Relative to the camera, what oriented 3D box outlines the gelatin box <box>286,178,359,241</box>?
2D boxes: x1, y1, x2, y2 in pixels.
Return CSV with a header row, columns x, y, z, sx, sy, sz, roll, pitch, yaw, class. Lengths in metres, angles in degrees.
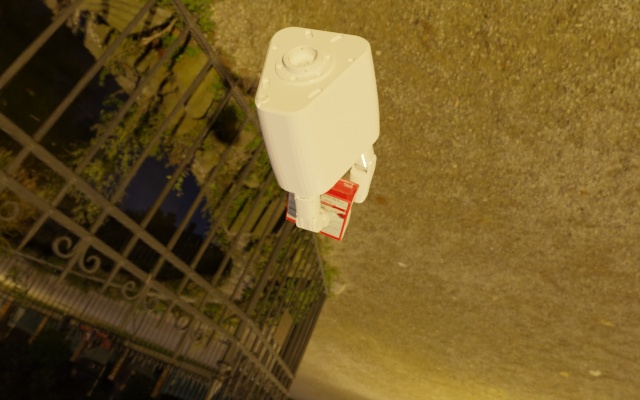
x,y,z,sx,sy,sz,roll,pitch,yaw,class
0.000,0.002,0.549,0.073,0.030,0.089,21,-34,7,gelatin box
